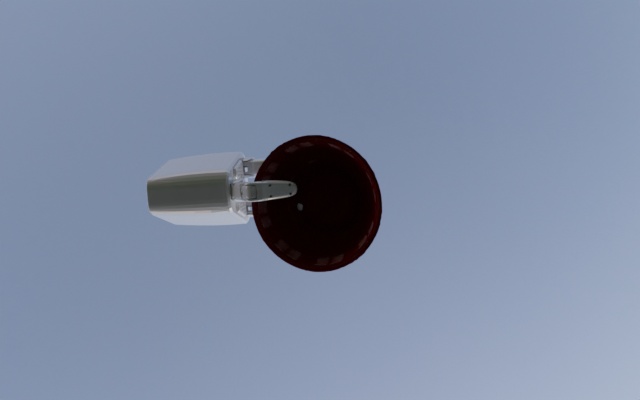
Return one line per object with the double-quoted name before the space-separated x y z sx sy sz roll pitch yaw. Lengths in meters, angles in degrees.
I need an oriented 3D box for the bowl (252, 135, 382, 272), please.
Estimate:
"bowl" 0.001 0.002 0.581 0.162 0.162 0.055 0 7 19
